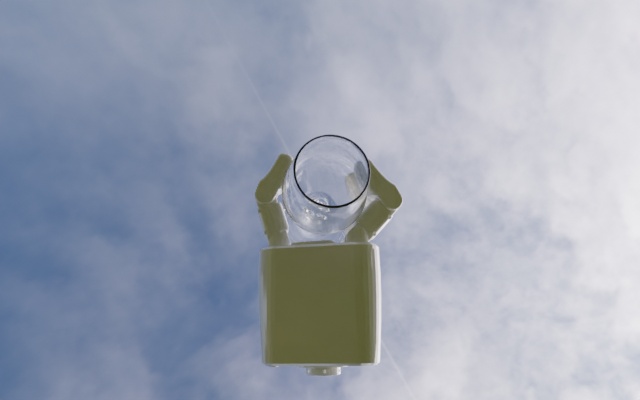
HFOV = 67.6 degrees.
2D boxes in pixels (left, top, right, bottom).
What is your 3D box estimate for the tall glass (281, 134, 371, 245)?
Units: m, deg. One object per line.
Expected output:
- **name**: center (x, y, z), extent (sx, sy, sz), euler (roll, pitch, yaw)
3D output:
- **tall glass**: center (0.000, 0.002, 0.472), extent (0.079, 0.079, 0.201), euler (0, -15, -5)
